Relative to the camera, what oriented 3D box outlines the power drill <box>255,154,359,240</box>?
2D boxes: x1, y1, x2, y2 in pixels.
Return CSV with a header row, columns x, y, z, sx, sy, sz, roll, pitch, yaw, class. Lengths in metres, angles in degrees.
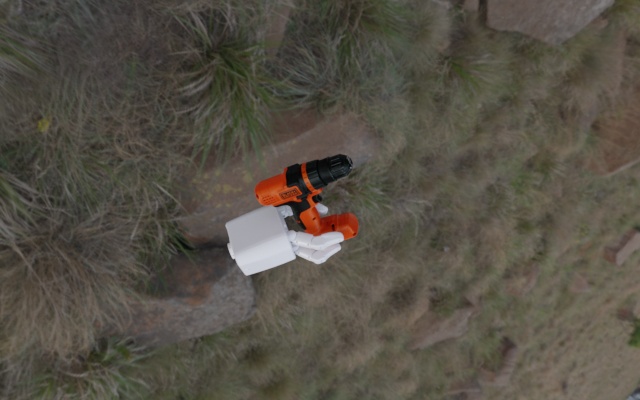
x,y,z,sx,sy,sz,roll,pitch,yaw,class
0.000,0.003,0.875,0.184,0.057,0.188,-17,-46,20,power drill
